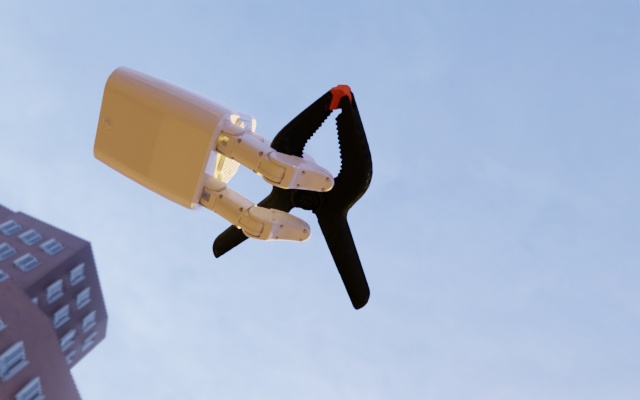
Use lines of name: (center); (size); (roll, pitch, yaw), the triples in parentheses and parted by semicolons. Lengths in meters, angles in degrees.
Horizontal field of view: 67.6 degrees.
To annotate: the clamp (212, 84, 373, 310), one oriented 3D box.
clamp: (0.000, 0.001, 0.439); (0.164, 0.210, 0.036); (25, 26, 2)
